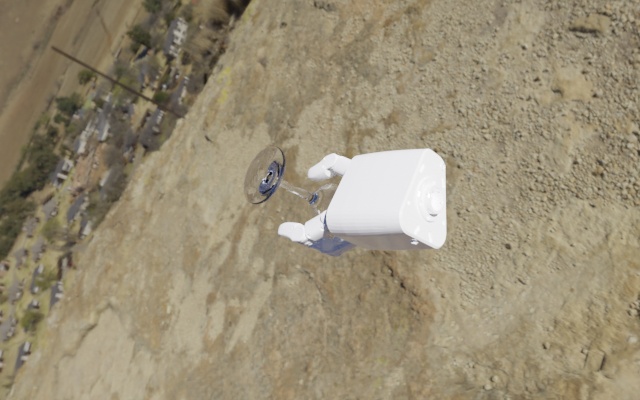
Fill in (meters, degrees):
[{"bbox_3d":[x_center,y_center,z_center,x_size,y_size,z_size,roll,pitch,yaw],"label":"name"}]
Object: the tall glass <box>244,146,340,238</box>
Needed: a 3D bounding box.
[{"bbox_3d":[0.000,0.002,0.633,0.079,0.079,0.201,0,-19,46],"label":"tall glass"}]
